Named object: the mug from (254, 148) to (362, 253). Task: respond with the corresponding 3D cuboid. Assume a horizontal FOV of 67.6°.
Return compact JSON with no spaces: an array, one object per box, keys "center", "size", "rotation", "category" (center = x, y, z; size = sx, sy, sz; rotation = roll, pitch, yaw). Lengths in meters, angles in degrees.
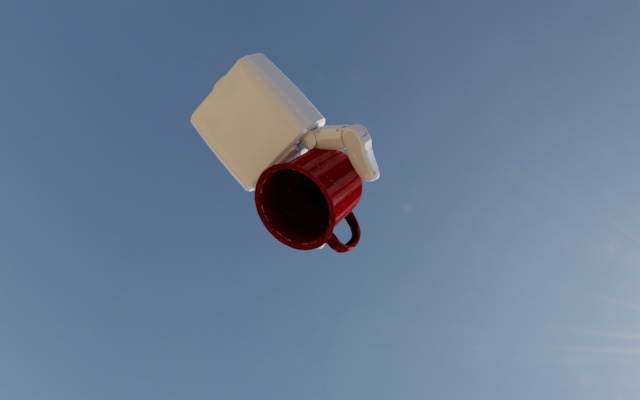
[{"center":[0.001,0.003,0.498],"size":[0.093,0.117,0.081],"rotation":[-42,-3,38],"category":"mug"}]
